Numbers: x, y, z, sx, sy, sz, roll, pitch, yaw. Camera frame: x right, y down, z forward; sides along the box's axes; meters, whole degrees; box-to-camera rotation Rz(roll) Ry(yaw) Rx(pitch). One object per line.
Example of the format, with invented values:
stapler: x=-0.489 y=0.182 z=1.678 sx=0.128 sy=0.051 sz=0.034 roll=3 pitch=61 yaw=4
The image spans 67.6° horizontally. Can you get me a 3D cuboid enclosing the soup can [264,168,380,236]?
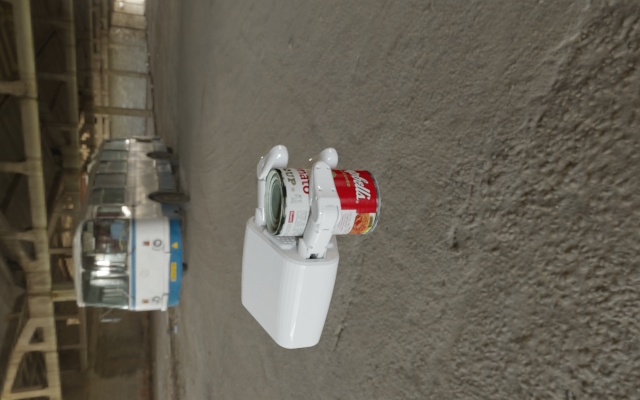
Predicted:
soup can: x=0.000 y=0.001 z=0.486 sx=0.102 sy=0.068 sz=0.068 roll=0 pitch=0 yaw=-22
